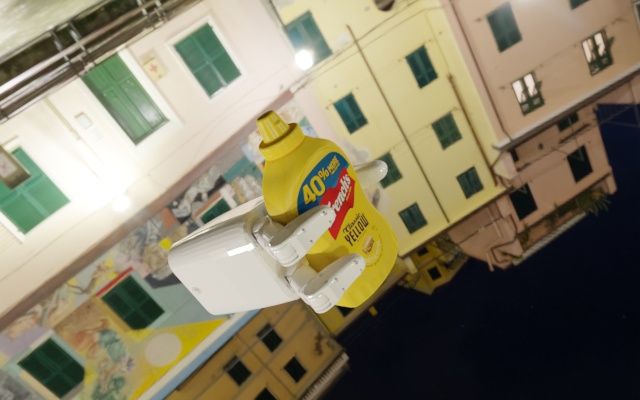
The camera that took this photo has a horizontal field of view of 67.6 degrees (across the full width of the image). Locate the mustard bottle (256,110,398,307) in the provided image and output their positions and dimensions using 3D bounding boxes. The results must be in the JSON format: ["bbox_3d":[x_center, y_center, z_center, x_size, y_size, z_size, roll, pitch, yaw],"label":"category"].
[{"bbox_3d":[0.000,0.002,0.441,0.058,0.192,0.096,-2,39,49],"label":"mustard bottle"}]
